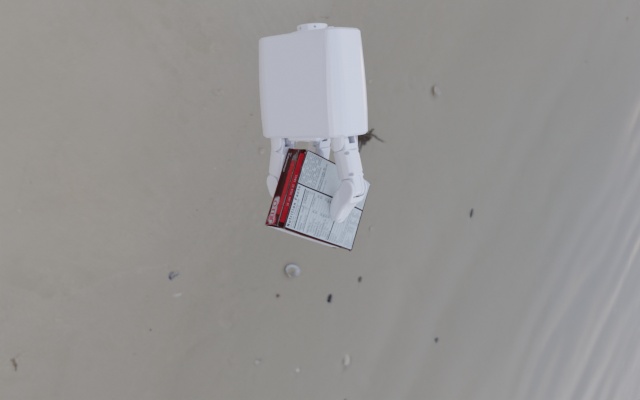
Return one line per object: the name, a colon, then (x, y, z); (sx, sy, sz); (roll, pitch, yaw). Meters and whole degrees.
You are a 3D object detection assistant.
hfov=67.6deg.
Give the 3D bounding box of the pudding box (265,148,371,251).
pudding box: (0.000, 0.002, 0.542); (0.113, 0.090, 0.039); (23, -9, -39)
